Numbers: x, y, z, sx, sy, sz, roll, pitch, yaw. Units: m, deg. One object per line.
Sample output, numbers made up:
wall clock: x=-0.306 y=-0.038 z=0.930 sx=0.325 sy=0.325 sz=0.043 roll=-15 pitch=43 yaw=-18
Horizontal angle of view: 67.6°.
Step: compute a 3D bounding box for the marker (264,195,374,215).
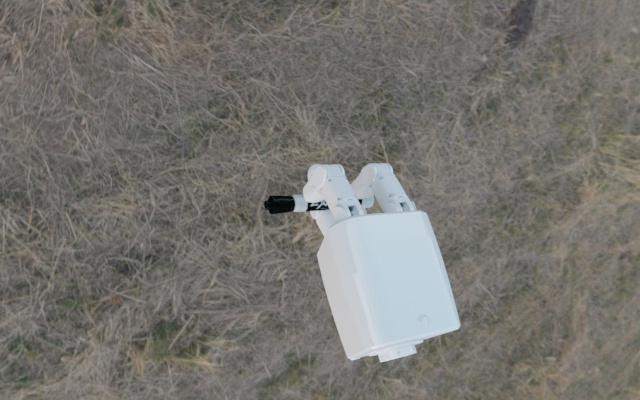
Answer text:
marker: x=0.000 y=0.002 z=0.492 sx=0.121 sy=0.020 sz=0.020 roll=-4 pitch=2 yaw=-27
